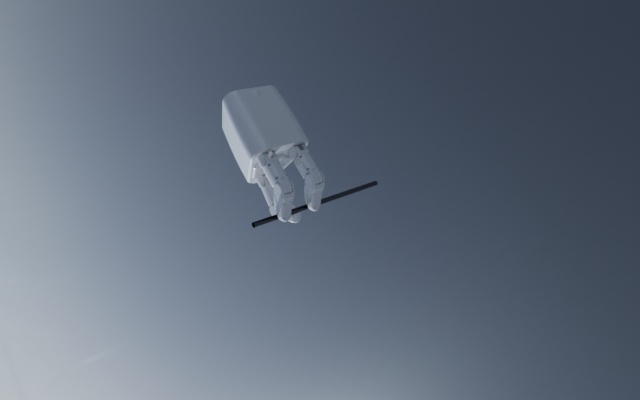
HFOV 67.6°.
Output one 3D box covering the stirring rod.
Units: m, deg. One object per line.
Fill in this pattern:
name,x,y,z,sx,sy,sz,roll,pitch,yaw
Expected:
stirring rod,0.000,0.002,0.725,0.239,0.011,0.011,-19,11,-36
